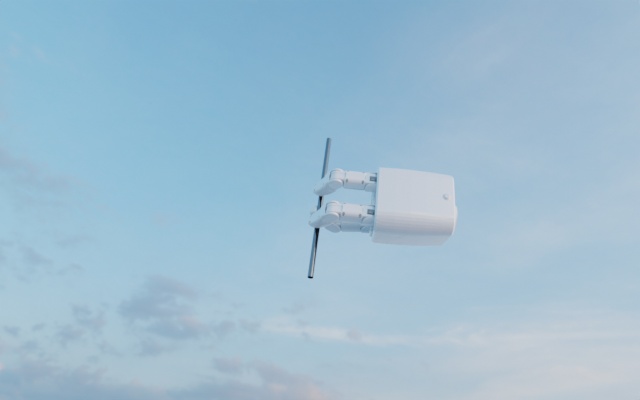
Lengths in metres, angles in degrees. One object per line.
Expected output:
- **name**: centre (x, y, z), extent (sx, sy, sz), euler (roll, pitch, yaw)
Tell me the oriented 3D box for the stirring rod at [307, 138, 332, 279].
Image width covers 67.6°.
- **stirring rod**: centre (0.000, 0.002, 0.701), extent (0.011, 0.239, 0.011), euler (5, -33, 4)
